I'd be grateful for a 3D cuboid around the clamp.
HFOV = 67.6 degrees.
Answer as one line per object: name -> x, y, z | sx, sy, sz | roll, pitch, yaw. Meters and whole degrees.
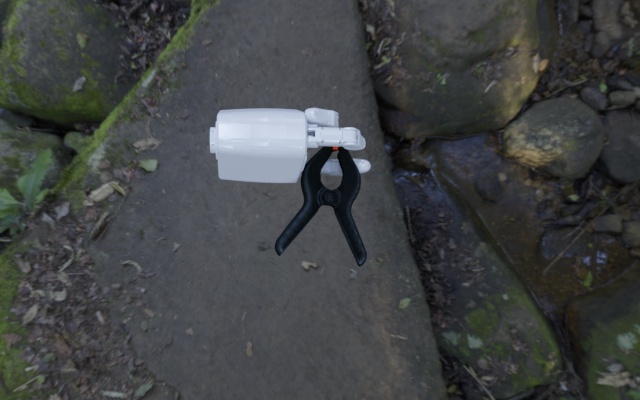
clamp -> 0.000, 0.002, 0.626 | 0.120, 0.171, 0.039 | 0, -4, -11
